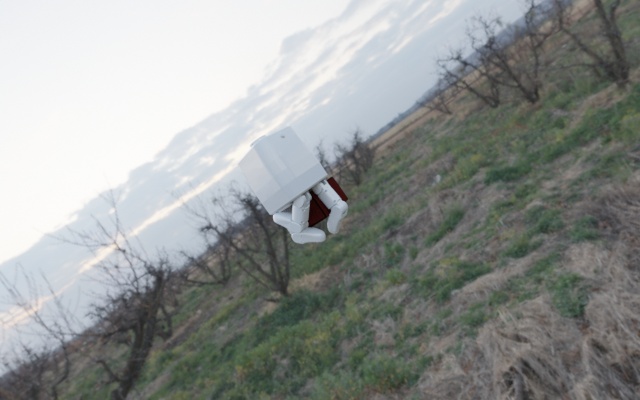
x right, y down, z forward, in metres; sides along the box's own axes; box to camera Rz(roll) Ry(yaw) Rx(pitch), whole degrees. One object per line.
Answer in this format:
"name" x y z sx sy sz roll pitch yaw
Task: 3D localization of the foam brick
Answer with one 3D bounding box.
"foam brick" 0.000 0.003 0.822 0.053 0.051 0.078 -34 2 40
